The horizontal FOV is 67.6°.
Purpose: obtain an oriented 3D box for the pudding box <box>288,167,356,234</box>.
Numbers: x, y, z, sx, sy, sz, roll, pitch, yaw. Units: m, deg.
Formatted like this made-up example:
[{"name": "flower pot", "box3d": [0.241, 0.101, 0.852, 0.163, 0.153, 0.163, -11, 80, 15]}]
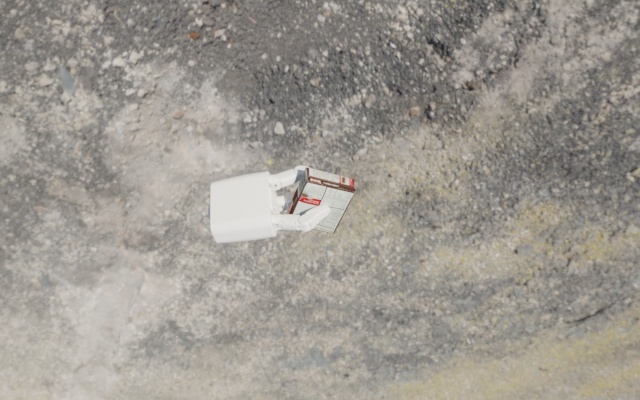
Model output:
[{"name": "pudding box", "box3d": [0.000, 0.003, 0.833, 0.090, 0.039, 0.114, 12, -47, -15]}]
